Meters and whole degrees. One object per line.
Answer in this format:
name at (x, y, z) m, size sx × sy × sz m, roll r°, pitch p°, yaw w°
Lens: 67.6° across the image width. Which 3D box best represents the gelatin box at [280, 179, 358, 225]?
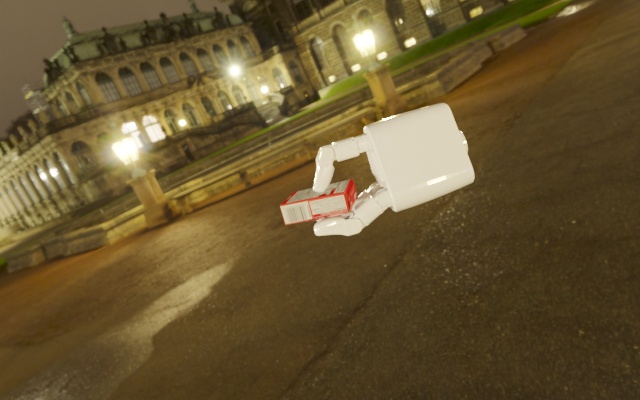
gelatin box at (0.000, 0.002, 0.624) m, size 0.089 × 0.030 × 0.073 m, roll -11°, pitch 12°, yaw 13°
